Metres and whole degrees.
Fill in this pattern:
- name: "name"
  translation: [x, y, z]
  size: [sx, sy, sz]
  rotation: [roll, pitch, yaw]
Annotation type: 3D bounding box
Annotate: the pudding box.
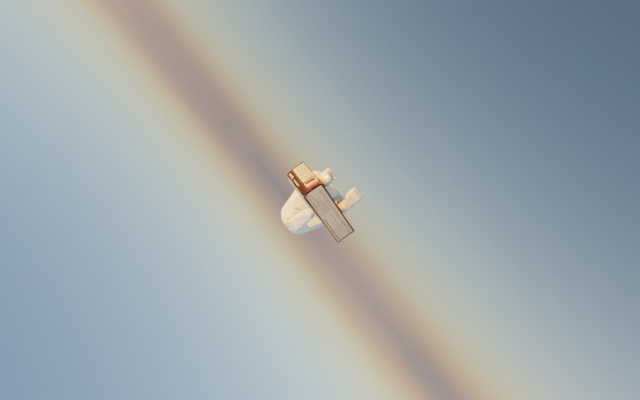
- name: "pudding box"
  translation: [0.000, 0.003, 0.765]
  size: [0.039, 0.113, 0.090]
  rotation: [-39, 33, -2]
